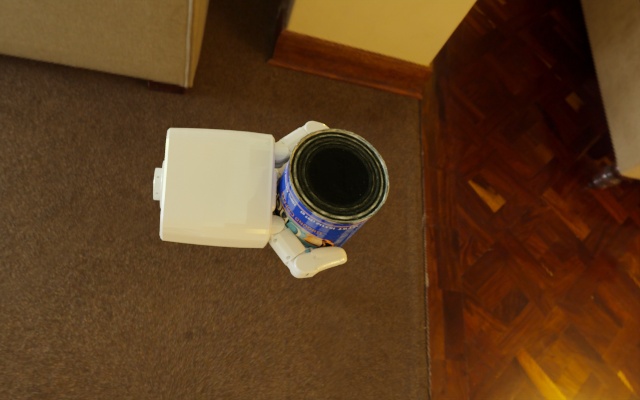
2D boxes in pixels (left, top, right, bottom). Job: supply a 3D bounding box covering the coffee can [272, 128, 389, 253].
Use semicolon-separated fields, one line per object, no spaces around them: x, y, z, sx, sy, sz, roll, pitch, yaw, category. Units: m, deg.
0.000;0.002;0.519;0.103;0.102;0.140;0;-23;-17;coffee can
